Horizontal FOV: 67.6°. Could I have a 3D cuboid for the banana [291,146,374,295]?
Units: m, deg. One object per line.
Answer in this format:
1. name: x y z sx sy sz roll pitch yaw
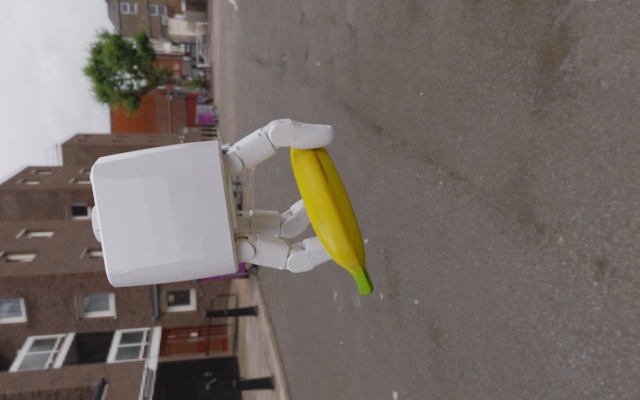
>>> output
1. banana: -0.001 -0.009 0.431 0.037 0.197 0.070 -15 -43 -6
